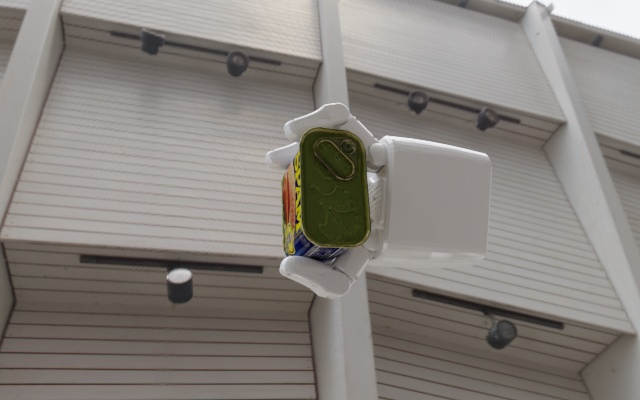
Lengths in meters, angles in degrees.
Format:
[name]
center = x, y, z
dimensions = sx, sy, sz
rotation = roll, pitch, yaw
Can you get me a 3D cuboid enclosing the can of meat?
[can of meat]
center = 0.000, 0.002, 0.417
dimensions = 0.057, 0.102, 0.084
rotation = 4, -20, -16
